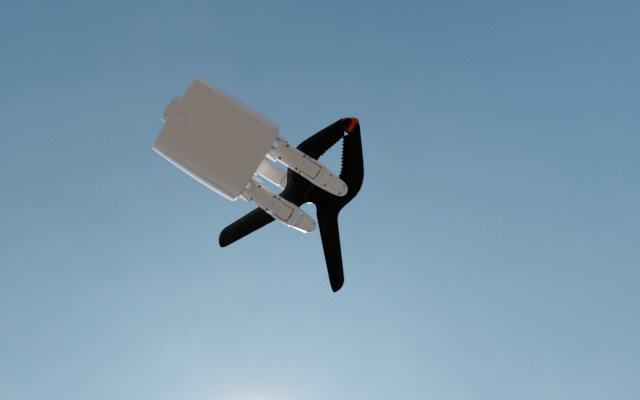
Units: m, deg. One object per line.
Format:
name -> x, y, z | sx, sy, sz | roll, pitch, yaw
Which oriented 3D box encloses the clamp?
clamp -> 0.000, 0.001, 0.574 | 0.164, 0.210, 0.036 | 32, 1, -19
